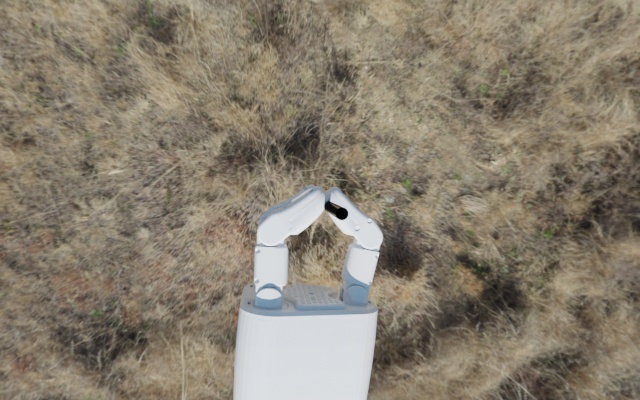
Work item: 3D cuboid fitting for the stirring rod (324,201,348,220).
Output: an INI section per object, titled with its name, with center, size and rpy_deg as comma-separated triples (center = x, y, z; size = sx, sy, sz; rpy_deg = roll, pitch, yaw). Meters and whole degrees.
[stirring rod]
center = 0.000, 0.001, 0.412
size = 0.011, 0.011, 0.239
rpy_deg = 0, 3, -6
